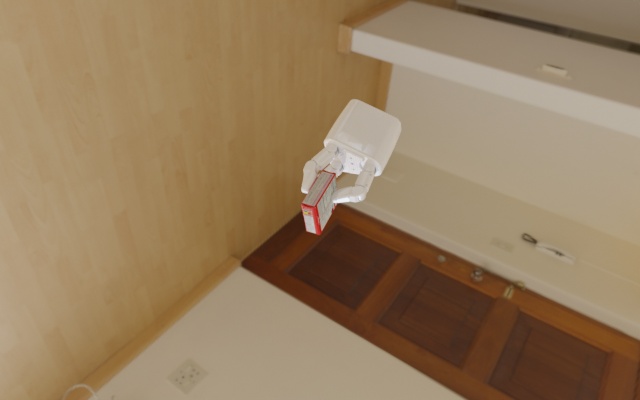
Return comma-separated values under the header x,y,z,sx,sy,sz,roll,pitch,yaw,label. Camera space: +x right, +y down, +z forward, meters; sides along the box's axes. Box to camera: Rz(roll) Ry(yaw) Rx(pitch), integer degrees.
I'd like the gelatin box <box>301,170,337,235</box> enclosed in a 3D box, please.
x,y,z,sx,sy,sz,roll,pitch,yaw,label
0.000,0.003,0.832,0.030,0.089,0.073,15,-39,20,gelatin box
